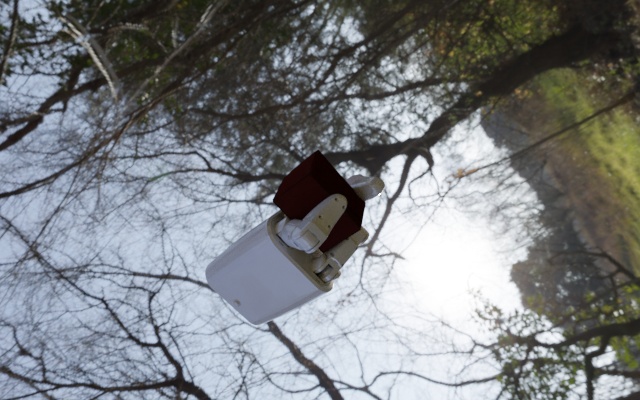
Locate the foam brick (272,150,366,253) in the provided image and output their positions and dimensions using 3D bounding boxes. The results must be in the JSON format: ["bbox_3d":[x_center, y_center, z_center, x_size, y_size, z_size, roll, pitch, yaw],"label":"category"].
[{"bbox_3d":[0.000,0.001,0.474,0.051,0.078,0.053,-34,19,27],"label":"foam brick"}]
